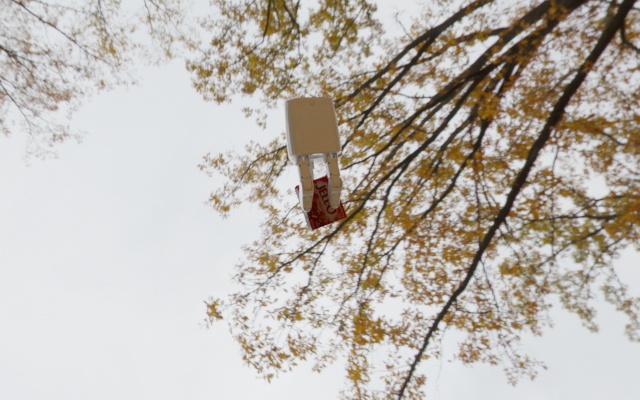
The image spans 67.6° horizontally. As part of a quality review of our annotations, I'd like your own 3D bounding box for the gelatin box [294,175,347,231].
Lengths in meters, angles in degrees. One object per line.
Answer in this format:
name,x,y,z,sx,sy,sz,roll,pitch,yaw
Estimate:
gelatin box,0.000,0.003,0.898,0.073,0.089,0.030,-20,4,-16
